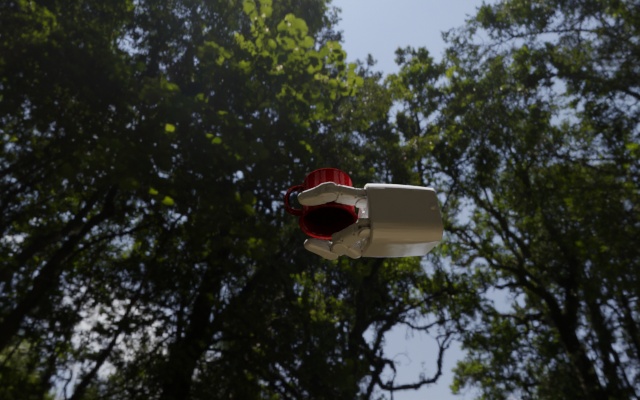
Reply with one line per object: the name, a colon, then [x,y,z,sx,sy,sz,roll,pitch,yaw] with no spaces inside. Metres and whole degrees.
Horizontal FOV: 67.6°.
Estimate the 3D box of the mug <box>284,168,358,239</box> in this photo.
mug: [-0.001,0.002,0.765,0.117,0.081,0.093,2,-37,-5]
